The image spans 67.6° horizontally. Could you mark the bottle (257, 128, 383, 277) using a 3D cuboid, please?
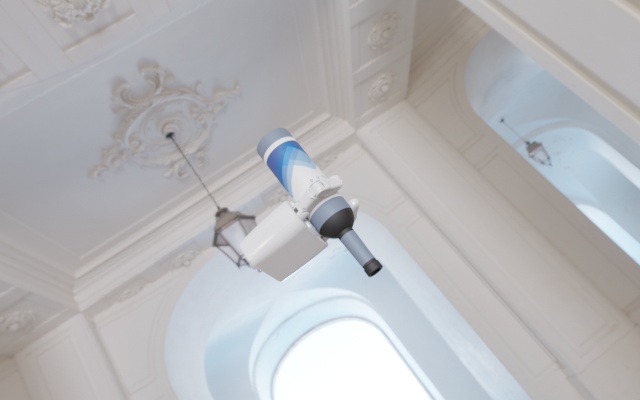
[{"bbox_3d":[0.000,0.002,0.780,0.069,0.295,0.069,-31,-24,-16],"label":"bottle"}]
